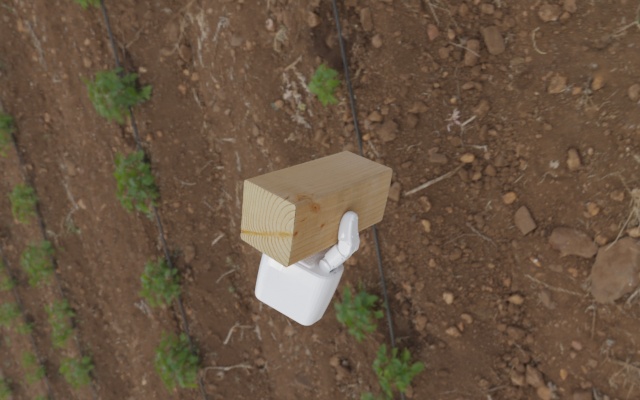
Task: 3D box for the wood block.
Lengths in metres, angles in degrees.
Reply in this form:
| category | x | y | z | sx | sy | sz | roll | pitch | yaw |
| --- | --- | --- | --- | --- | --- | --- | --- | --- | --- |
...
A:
| category | x | y | z | sx | sy | sz | roll | pitch | yaw |
| --- | --- | --- | --- | --- | --- | --- | --- | --- | --- |
| wood block | 0.000 | 0.003 | 0.660 | 0.091 | 0.090 | 0.206 | 27 | 31 | 33 |
